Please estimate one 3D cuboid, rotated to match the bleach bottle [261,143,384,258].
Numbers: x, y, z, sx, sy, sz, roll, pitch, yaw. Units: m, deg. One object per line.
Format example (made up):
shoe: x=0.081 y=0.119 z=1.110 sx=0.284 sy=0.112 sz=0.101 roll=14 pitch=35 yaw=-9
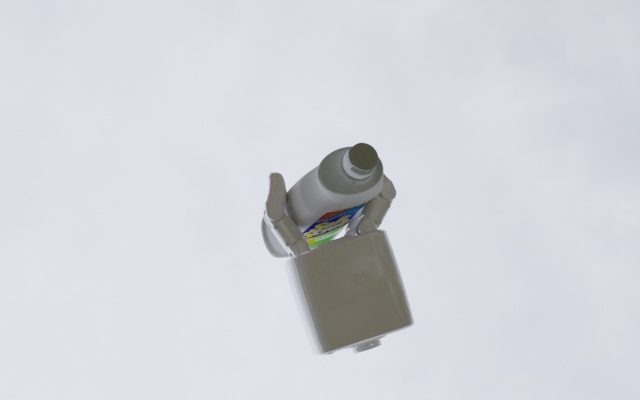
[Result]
bleach bottle: x=0.000 y=0.002 z=0.543 sx=0.102 sy=0.068 sz=0.251 roll=-12 pitch=-15 yaw=-19
